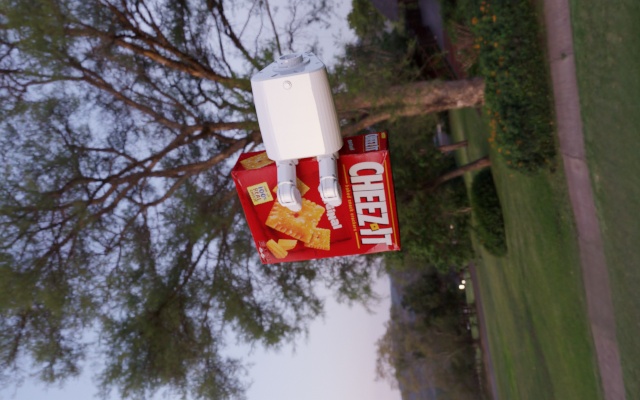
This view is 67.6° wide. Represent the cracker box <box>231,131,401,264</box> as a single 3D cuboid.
[{"bbox_3d":[0.000,0.002,0.685,0.214,0.164,0.072,-7,31,10],"label":"cracker box"}]
